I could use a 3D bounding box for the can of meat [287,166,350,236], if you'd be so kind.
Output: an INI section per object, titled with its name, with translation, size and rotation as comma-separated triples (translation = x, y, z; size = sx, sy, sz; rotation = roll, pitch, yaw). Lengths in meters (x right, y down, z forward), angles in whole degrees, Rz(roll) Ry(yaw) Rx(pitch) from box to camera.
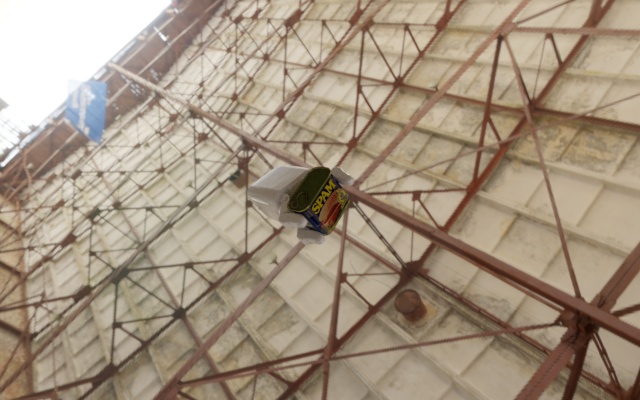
[can of meat]
translation = 0.000, 0.003, 0.880
size = 0.057, 0.102, 0.084
rotation = 10, -31, 46
